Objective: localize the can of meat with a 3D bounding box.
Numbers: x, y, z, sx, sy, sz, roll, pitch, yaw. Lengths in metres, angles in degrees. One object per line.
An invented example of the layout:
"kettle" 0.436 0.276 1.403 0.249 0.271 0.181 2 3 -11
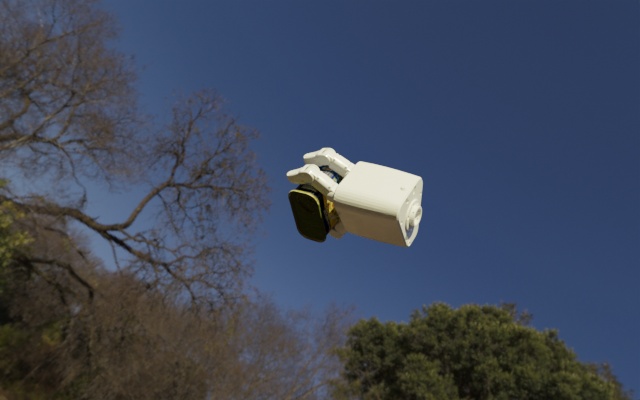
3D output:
"can of meat" 0.000 0.002 0.785 0.057 0.102 0.084 14 44 31
